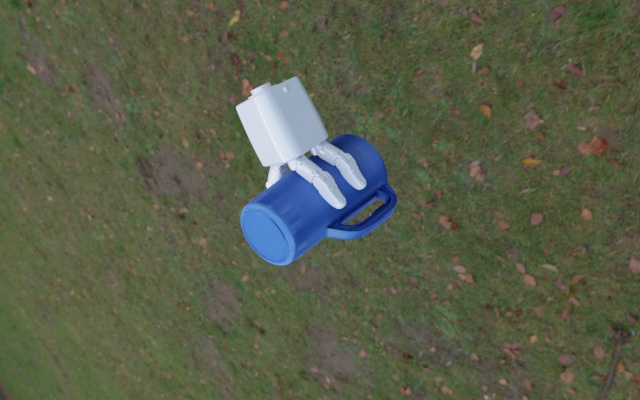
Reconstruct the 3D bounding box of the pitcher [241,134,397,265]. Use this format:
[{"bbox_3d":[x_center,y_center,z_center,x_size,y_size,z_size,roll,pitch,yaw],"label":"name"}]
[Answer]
[{"bbox_3d":[0.000,0.002,0.764,0.149,0.145,0.242,-11,20,47],"label":"pitcher"}]
